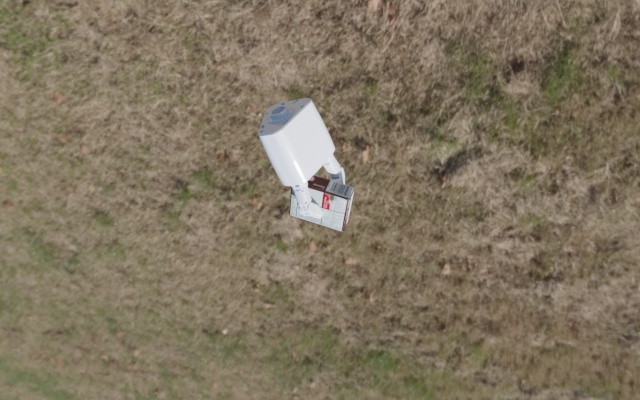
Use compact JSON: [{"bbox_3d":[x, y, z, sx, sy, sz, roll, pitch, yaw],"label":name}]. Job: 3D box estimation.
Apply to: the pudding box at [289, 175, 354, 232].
[{"bbox_3d":[0.000,0.003,0.886,0.113,0.090,0.039,18,46,11],"label":"pudding box"}]
